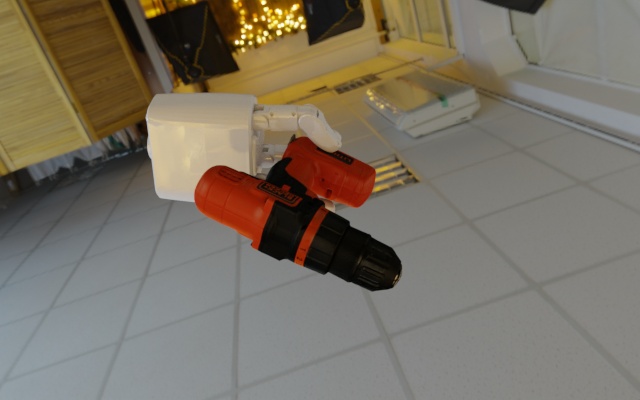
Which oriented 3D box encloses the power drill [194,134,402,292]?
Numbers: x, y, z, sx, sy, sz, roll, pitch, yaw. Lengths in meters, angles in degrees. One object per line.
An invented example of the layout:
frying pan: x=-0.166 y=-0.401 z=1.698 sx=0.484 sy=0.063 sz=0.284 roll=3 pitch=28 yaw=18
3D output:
power drill: x=0.000 y=0.001 z=0.457 sx=0.184 sy=0.057 sz=0.187 roll=26 pitch=23 yaw=7
